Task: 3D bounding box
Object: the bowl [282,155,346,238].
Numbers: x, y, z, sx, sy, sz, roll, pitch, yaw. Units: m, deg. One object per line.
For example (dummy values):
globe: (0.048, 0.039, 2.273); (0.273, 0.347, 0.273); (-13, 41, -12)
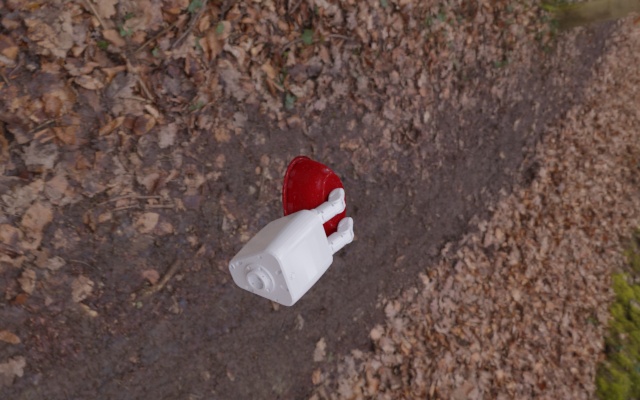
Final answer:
bowl: (0.001, 0.002, 0.790); (0.055, 0.162, 0.162); (-6, -3, 26)
